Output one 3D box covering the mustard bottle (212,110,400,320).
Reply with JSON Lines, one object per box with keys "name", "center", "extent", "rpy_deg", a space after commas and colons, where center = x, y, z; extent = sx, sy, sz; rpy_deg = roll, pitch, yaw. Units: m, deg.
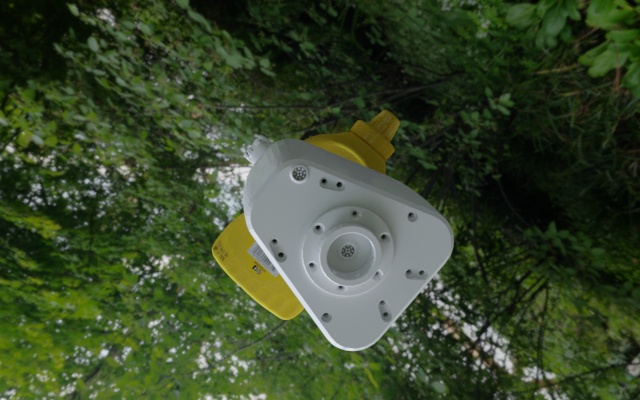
{"name": "mustard bottle", "center": [0.000, 0.002, 0.412], "extent": [0.096, 0.191, 0.058], "rpy_deg": [41, 5, 12]}
